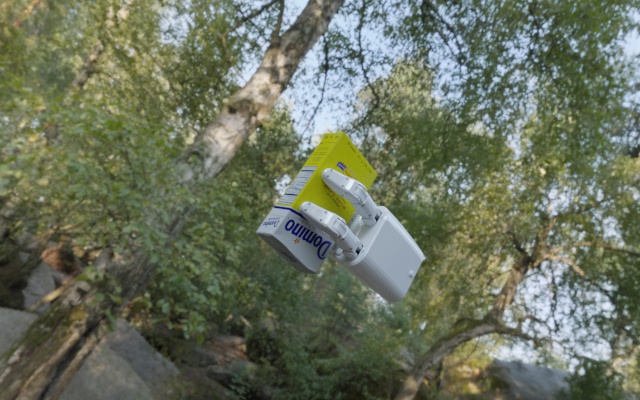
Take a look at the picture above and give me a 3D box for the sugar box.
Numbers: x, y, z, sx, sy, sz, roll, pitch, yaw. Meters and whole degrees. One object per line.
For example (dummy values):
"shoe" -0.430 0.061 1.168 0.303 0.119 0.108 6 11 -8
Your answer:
"sugar box" 0.001 0.002 0.644 0.048 0.176 0.093 2 -37 49
